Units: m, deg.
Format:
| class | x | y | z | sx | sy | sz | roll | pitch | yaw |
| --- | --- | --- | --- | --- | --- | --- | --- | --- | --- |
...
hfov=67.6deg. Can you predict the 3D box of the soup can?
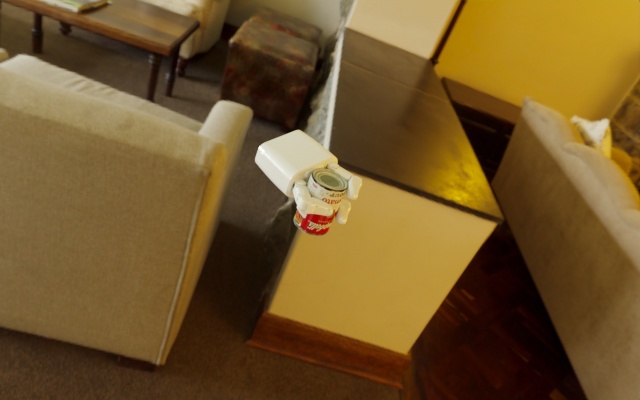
| class | x | y | z | sx | sy | sz | roll | pitch | yaw |
| --- | --- | --- | --- | --- | --- | --- | --- | --- | --- |
| soup can | 0.000 | 0.003 | 0.846 | 0.068 | 0.102 | 0.068 | 17 | 31 | -11 |
